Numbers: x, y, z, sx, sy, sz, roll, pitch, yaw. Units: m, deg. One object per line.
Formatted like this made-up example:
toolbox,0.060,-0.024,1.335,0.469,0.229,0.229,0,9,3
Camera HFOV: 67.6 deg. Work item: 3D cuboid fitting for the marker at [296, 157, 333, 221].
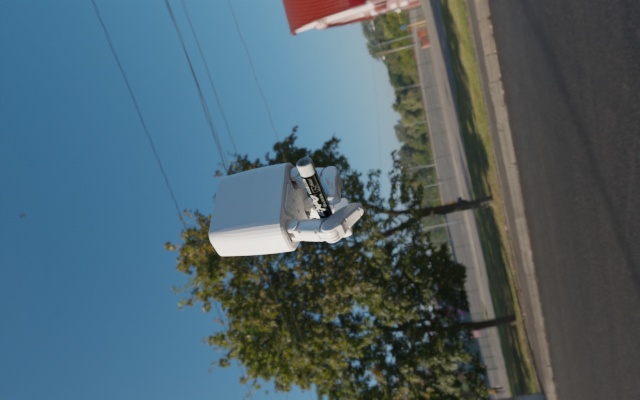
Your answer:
marker,0.000,0.002,0.568,0.020,0.121,0.020,-14,37,11
